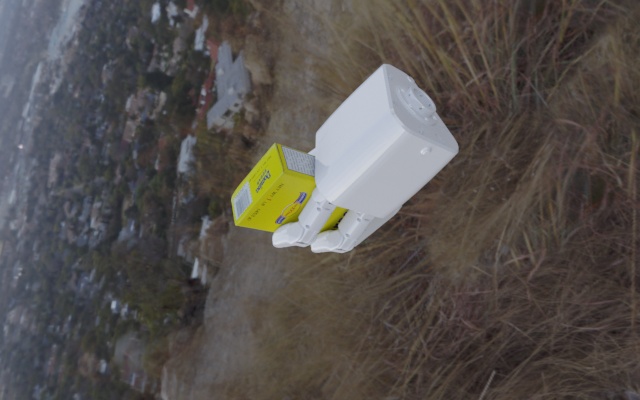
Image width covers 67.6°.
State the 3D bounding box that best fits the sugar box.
[{"bbox_3d":[0.000,0.002,0.530,0.176,0.048,0.093,15,-46,-37],"label":"sugar box"}]
